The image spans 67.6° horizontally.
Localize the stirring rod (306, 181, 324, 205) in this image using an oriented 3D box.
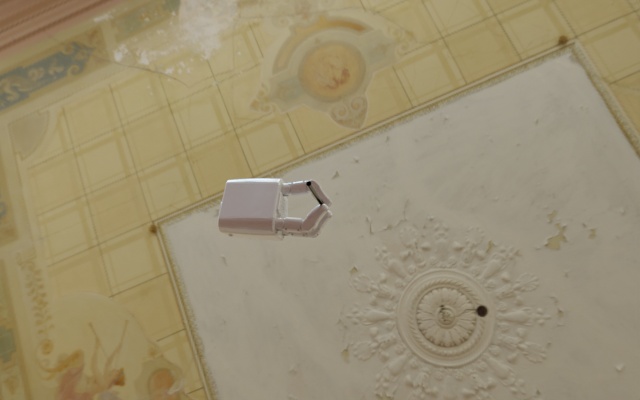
[{"bbox_3d":[0.000,0.003,0.833,0.011,0.011,0.239,0,-13,9],"label":"stirring rod"}]
